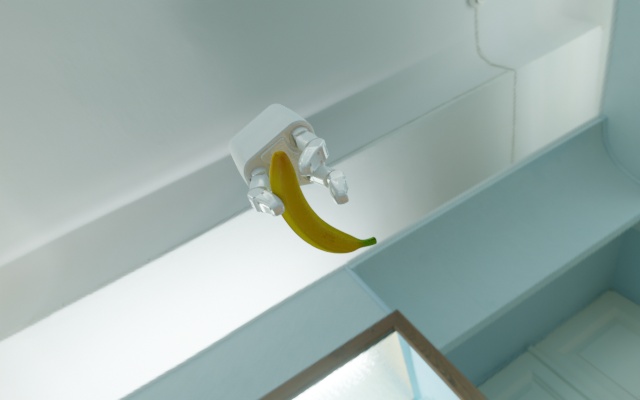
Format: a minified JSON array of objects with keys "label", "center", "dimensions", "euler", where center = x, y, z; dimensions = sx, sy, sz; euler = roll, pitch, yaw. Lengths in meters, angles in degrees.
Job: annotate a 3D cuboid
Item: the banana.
[{"label":"banana","center":[-0.011,0.017,0.616],"dimensions":[0.198,0.069,0.037],"euler":[42,6,-32]}]
